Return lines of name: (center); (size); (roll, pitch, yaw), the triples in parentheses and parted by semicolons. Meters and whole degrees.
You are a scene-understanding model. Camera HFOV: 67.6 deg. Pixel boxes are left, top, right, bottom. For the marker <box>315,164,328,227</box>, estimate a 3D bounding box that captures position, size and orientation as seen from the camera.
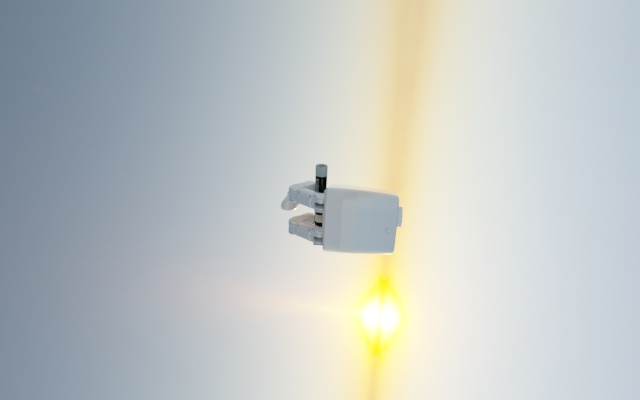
marker: (0.000, 0.002, 0.743); (0.020, 0.121, 0.020); (2, 24, -1)
